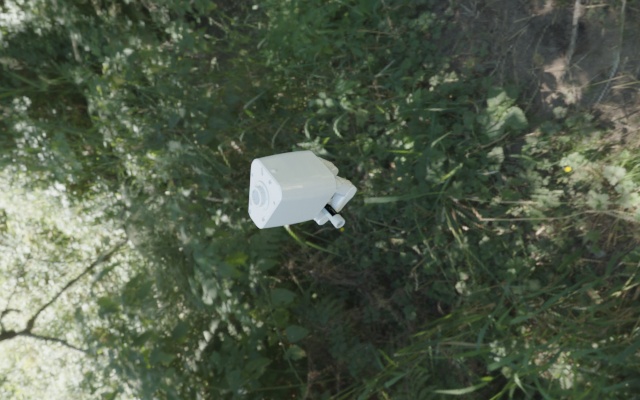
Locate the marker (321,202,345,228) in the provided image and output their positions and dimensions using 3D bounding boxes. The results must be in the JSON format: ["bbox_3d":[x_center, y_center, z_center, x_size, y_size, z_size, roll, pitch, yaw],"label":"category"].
[{"bbox_3d":[0.000,0.003,0.830,0.020,0.020,0.121,0,38,-44],"label":"marker"}]
